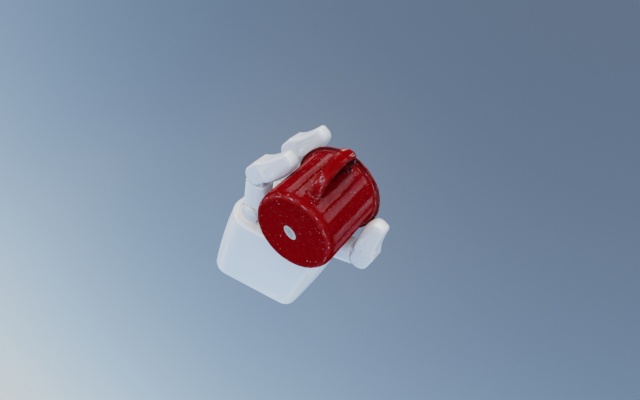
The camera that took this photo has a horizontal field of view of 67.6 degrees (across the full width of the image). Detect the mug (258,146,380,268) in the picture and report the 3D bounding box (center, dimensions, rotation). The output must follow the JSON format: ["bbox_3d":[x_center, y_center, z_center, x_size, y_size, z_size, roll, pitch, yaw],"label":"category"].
[{"bbox_3d":[0.001,0.001,0.436,0.081,0.093,0.117,-44,-12,-42],"label":"mug"}]
